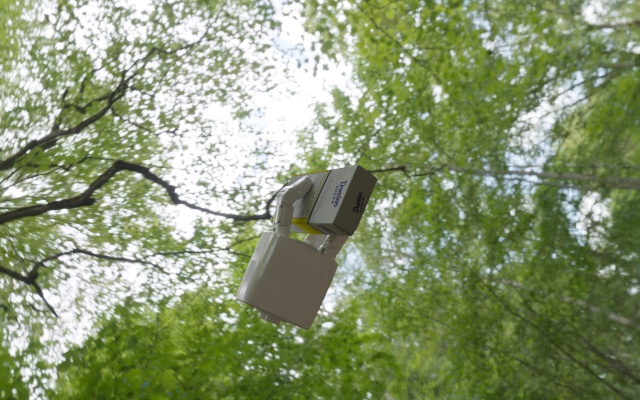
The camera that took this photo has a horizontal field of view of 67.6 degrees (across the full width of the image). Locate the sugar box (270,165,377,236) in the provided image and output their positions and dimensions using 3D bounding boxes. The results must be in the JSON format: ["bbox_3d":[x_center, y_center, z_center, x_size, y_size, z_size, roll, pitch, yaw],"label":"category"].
[{"bbox_3d":[0.000,0.003,0.706,0.048,0.093,0.176,34,-19,-30],"label":"sugar box"}]
